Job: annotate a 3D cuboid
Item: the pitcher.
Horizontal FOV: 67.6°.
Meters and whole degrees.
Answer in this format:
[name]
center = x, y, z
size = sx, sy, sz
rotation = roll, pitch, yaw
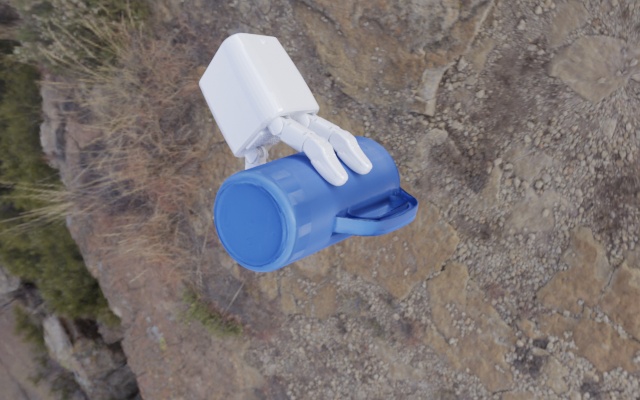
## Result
[pitcher]
center = 0.000, 0.002, 0.574
size = 0.149, 0.145, 0.243
rotation = -30, -5, 34
